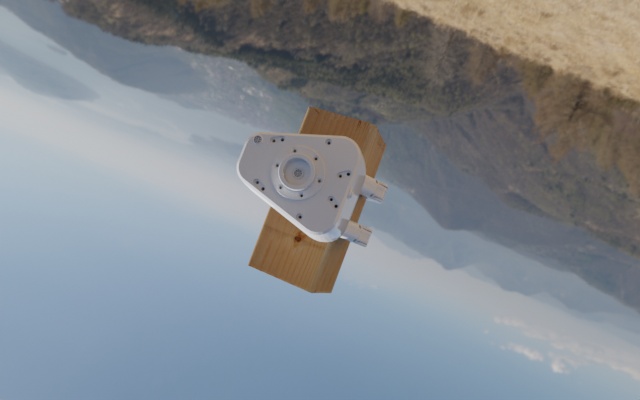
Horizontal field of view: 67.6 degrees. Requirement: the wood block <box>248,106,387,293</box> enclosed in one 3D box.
[{"bbox_3d":[0.000,0.002,0.598,0.091,0.206,0.090,20,-4,19],"label":"wood block"}]
